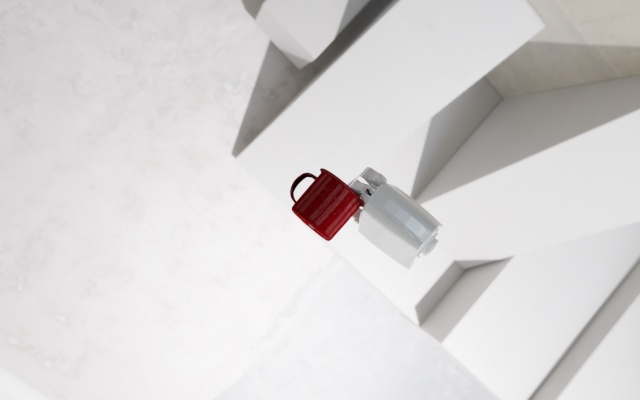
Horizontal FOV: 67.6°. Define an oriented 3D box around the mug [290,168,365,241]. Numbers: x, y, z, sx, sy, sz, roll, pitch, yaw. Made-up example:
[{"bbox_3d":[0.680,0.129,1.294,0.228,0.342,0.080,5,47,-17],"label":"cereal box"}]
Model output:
[{"bbox_3d":[-0.001,0.002,0.751,0.117,0.081,0.093,39,-6,20],"label":"mug"}]
